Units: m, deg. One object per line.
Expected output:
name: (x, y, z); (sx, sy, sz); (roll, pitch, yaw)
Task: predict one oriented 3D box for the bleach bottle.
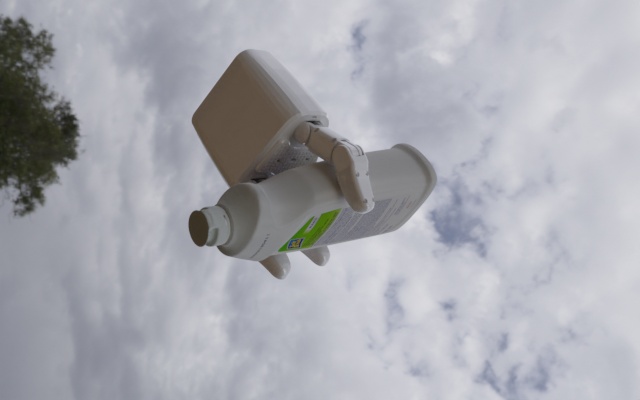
bleach bottle: (0.000, 0.002, 0.440); (0.251, 0.068, 0.103); (-9, -39, -45)
